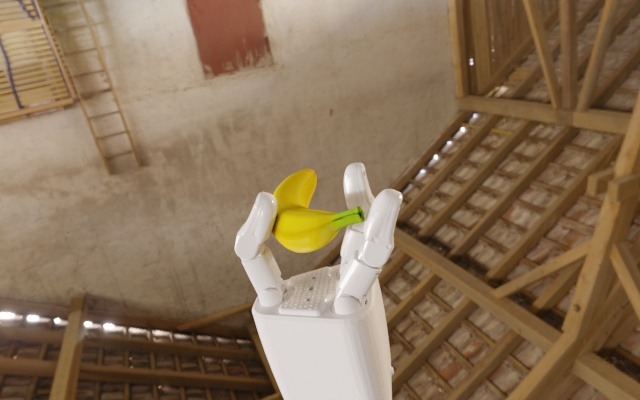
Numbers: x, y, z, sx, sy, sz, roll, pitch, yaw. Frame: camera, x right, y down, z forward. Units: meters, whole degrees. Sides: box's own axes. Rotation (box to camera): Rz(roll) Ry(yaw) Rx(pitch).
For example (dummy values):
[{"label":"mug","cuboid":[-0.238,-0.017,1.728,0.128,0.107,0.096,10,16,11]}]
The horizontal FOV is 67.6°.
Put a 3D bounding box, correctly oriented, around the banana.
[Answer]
[{"label":"banana","cuboid":[-0.017,0.008,0.444,0.069,0.037,0.197,-19,18,-8]}]
